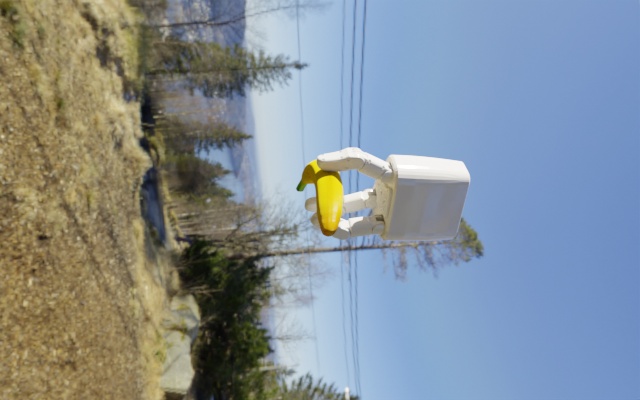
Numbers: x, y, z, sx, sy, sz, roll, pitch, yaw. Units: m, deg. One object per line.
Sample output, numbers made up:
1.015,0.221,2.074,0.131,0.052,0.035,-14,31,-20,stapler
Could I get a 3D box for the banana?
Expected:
0.004,-0.017,0.639,0.037,0.070,0.197,10,15,-14,banana
